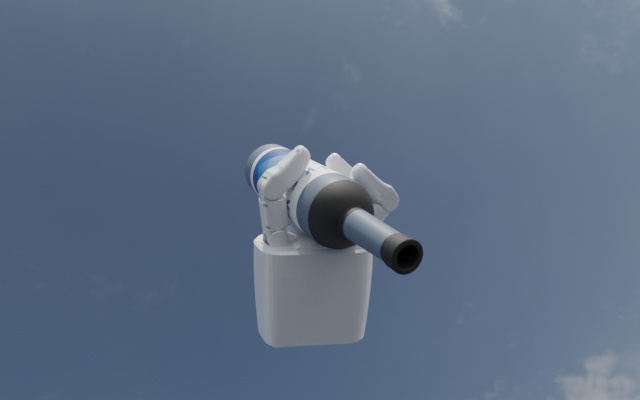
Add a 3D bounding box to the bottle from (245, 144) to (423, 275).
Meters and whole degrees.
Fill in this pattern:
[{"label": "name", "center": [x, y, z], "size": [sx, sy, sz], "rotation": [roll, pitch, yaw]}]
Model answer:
[{"label": "bottle", "center": [0.000, 0.001, 0.466], "size": [0.069, 0.069, 0.295], "rotation": [0, 15, -26]}]
